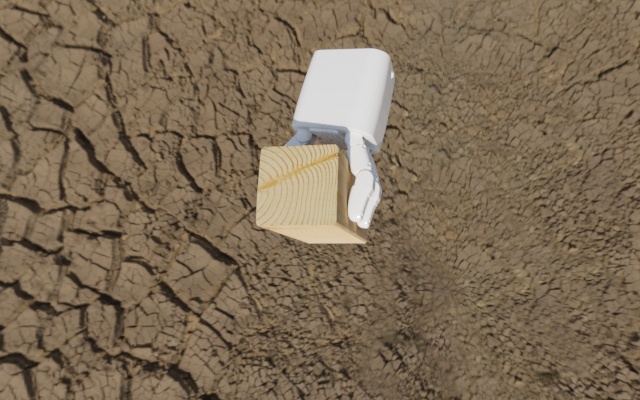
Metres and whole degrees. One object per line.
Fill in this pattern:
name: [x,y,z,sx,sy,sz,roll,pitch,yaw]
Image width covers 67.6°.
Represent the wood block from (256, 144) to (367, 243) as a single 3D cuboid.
wood block: [0.000,0.002,0.606,0.091,0.090,0.206,0,-10,15]
